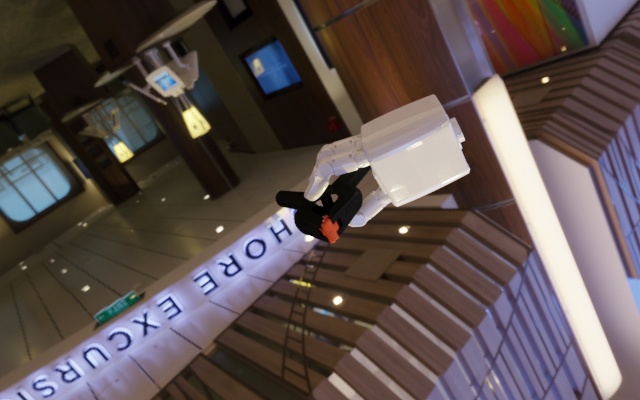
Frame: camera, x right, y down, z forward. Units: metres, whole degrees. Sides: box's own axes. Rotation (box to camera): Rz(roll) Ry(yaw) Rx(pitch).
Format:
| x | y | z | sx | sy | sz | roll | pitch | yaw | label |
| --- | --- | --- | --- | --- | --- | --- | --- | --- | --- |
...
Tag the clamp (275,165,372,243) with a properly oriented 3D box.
| x | y | z | sx | sy | sz | roll | pitch | yaw | label |
| --- | --- | --- | --- | --- | --- | --- | --- | --- | --- |
| 0.001 | 0.003 | 0.650 | 0.164 | 0.036 | 0.210 | -23 | 20 | 15 | clamp |
